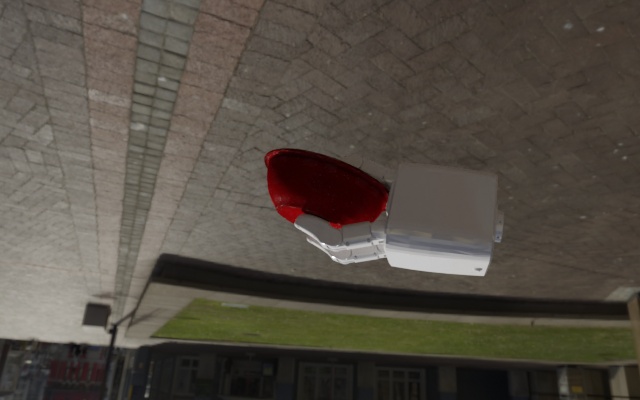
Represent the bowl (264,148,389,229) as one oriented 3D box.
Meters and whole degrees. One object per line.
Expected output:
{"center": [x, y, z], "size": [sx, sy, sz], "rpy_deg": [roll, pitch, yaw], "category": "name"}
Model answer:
{"center": [-0.001, 0.002, 0.561], "size": [0.162, 0.055, 0.162], "rpy_deg": [19, -16, 6], "category": "bowl"}
